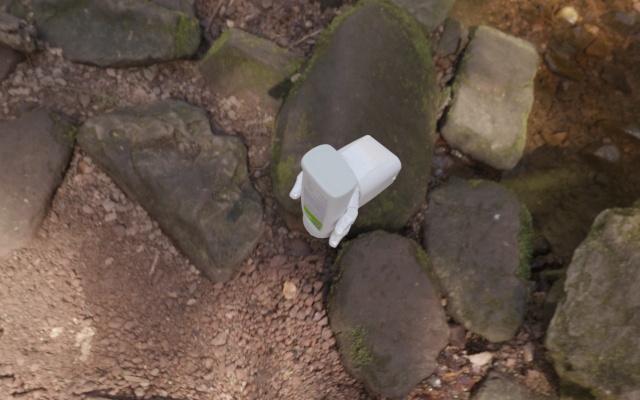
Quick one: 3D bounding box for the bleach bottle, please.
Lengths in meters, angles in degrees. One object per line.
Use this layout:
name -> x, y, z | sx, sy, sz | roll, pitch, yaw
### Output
bleach bottle -> 0.000, 0.003, 0.898 | 0.068, 0.102, 0.251 | -33, -16, -21
